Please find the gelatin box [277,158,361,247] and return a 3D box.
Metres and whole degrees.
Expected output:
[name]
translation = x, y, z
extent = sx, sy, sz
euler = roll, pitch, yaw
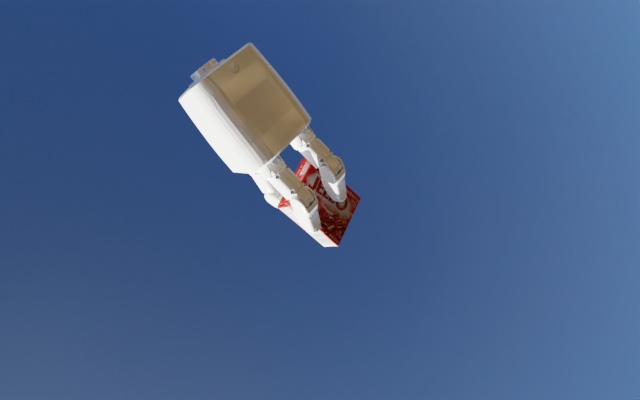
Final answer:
[gelatin box]
translation = 0.000, 0.002, 0.574
extent = 0.089, 0.073, 0.030
euler = 42, -29, -28
